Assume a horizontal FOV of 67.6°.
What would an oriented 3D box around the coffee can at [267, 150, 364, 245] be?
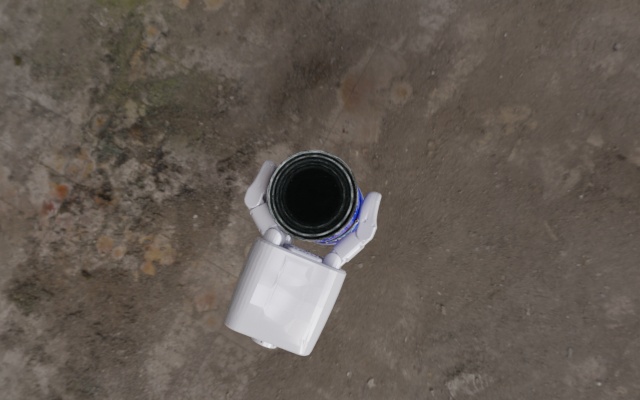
[{"bbox_3d":[0.000,0.002,0.592,0.103,0.103,0.140,0,-7,8],"label":"coffee can"}]
